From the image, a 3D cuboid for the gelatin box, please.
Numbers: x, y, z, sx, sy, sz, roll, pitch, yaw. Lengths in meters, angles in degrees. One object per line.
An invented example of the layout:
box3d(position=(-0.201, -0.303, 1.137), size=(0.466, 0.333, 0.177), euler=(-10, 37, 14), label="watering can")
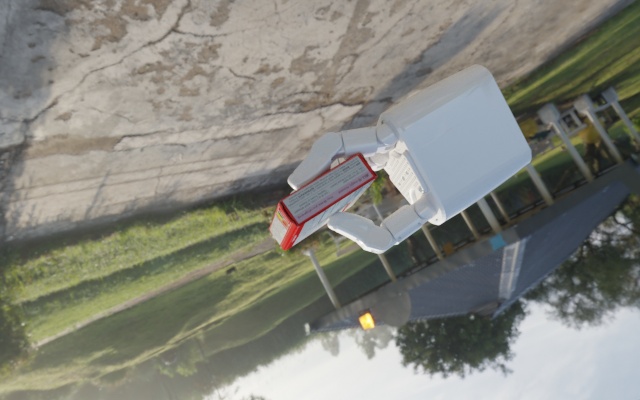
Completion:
box3d(position=(0.000, 0.002, 0.426), size=(0.089, 0.030, 0.073), euler=(-33, -10, -22), label="gelatin box")
